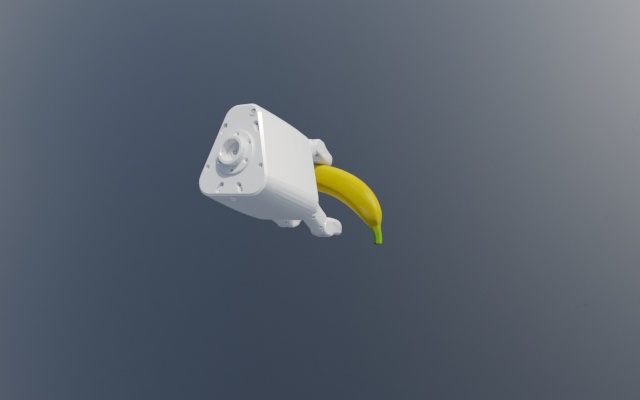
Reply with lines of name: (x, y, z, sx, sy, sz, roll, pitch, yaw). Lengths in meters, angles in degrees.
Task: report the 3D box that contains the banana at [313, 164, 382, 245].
banana: (0.011, -0.013, 0.659, 0.197, 0.069, 0.037, 29, 7, 30)
